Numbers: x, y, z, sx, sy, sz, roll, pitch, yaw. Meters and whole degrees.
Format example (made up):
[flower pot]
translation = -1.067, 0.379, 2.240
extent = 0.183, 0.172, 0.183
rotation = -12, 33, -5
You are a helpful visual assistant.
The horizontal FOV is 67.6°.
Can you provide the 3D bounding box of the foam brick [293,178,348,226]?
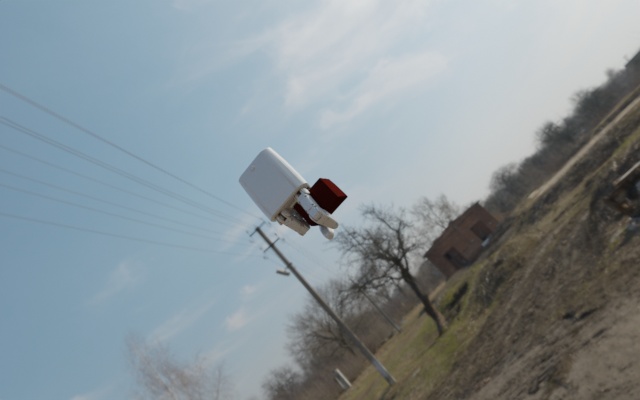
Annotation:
[foam brick]
translation = 0.000, 0.003, 0.878
extent = 0.051, 0.078, 0.053
rotation = 47, 16, 16
